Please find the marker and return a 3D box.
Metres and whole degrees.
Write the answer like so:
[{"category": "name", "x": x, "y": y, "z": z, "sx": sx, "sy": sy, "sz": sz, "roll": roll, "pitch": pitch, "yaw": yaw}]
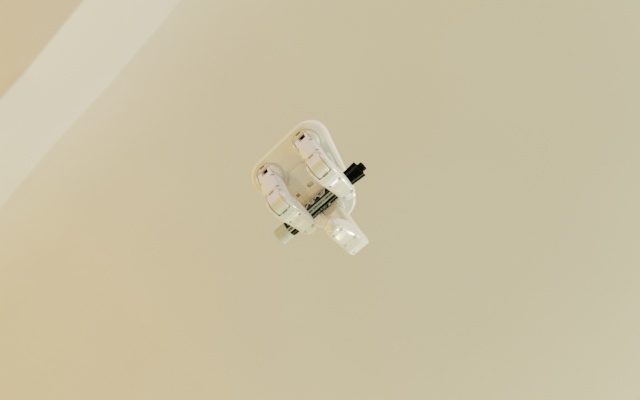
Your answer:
[{"category": "marker", "x": 0.000, "y": 0.002, "z": 0.510, "sx": 0.121, "sy": 0.020, "sz": 0.020, "roll": -41, "pitch": -9, "yaw": 11}]
